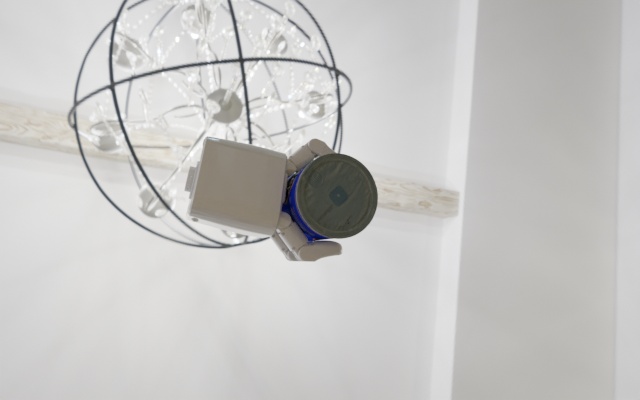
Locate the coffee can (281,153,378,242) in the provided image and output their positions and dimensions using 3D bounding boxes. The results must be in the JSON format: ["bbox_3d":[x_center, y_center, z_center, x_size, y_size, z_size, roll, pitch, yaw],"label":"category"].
[{"bbox_3d":[0.000,0.002,0.630,0.103,0.103,0.140,0,-7,-18],"label":"coffee can"}]
